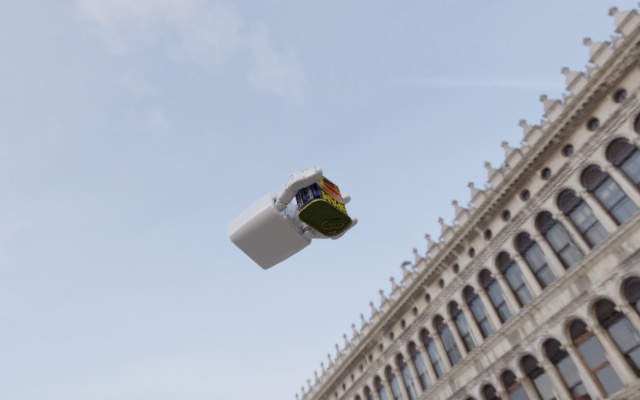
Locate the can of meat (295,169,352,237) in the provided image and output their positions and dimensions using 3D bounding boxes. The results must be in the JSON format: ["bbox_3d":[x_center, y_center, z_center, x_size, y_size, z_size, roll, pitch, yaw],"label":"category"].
[{"bbox_3d":[0.000,0.002,0.828,0.057,0.084,0.102,-37,-46,21],"label":"can of meat"}]
